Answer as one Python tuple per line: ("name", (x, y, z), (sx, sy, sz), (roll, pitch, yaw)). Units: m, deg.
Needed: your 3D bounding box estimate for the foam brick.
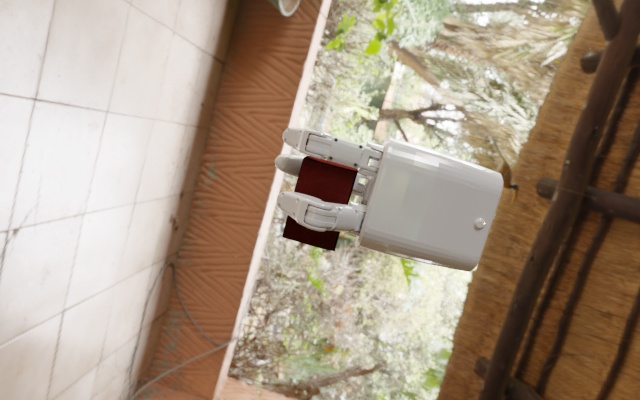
("foam brick", (0.000, 0.002, 0.449), (0.051, 0.078, 0.053), (16, 8, 0))
